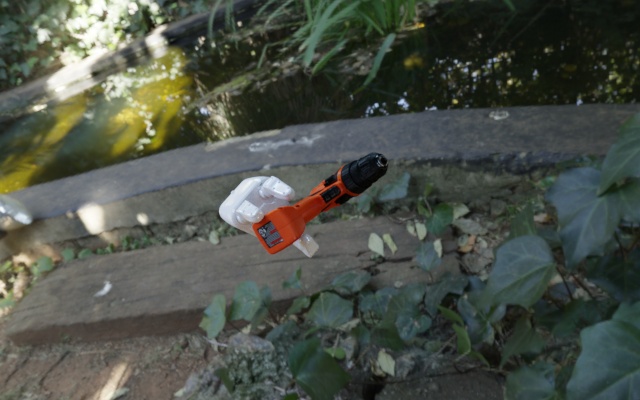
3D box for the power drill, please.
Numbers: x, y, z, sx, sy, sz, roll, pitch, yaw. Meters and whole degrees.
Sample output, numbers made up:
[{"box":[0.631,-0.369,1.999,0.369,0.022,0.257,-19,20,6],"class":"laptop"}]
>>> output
[{"box":[0.000,0.003,0.725,0.187,0.057,0.184,-32,-2,-38],"class":"power drill"}]
